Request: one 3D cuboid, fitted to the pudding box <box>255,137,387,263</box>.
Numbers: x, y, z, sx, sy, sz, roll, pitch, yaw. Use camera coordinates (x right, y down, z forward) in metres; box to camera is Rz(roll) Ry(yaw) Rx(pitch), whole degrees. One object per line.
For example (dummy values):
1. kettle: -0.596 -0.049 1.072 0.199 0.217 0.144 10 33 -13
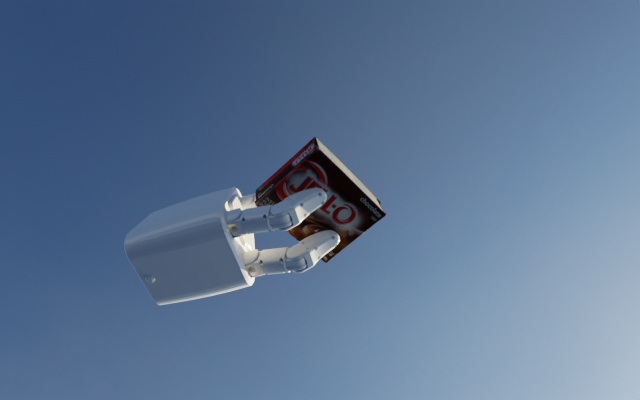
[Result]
1. pudding box: 0.000 0.002 0.512 0.113 0.090 0.039 41 19 -27
